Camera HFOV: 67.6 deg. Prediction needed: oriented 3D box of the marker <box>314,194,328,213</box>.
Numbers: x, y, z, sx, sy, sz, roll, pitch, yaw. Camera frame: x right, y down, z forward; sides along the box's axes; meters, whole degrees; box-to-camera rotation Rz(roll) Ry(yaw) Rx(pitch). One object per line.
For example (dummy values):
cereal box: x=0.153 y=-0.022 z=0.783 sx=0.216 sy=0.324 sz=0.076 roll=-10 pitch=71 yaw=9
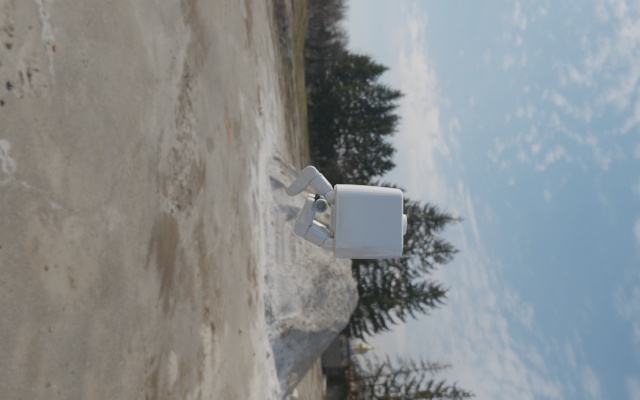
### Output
marker: x=0.000 y=0.002 z=0.720 sx=0.020 sy=0.020 sz=0.121 roll=0 pitch=5 yaw=-1
